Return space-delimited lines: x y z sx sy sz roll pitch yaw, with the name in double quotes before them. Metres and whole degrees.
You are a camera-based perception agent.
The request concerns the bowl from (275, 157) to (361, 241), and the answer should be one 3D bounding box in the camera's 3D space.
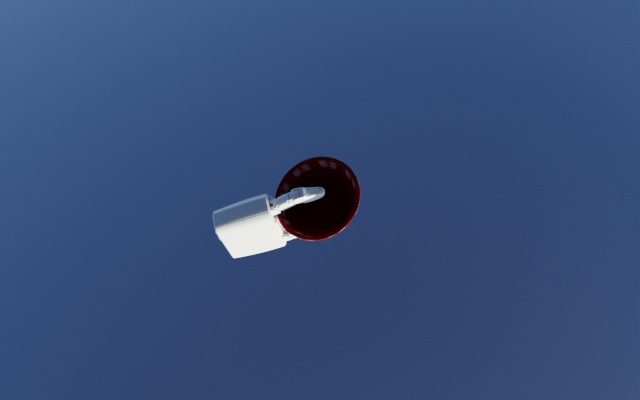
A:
"bowl" 0.002 0.003 0.880 0.162 0.162 0.055 0 -20 18
